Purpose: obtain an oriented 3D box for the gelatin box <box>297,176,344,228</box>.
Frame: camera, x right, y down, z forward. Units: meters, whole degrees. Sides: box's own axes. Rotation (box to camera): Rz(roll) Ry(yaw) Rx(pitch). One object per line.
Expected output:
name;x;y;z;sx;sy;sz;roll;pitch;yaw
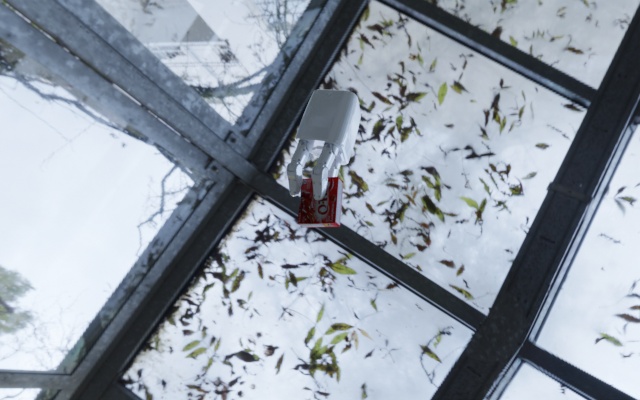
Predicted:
gelatin box;0.000;0.003;0.857;0.073;0.089;0.030;-2;-19;22
